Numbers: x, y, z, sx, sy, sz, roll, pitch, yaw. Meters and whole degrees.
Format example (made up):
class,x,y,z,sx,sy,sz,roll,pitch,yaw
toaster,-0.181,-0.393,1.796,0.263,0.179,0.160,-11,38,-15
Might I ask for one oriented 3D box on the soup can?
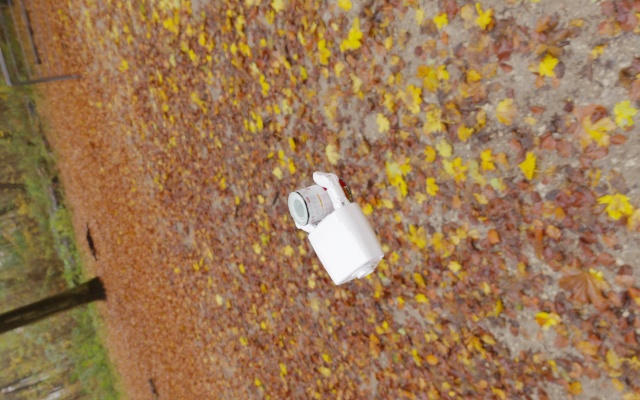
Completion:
class,x,y,z,sx,sy,sz,roll,pitch,yaw
soup can,0.000,0.003,0.889,0.102,0.068,0.068,-18,9,-30
